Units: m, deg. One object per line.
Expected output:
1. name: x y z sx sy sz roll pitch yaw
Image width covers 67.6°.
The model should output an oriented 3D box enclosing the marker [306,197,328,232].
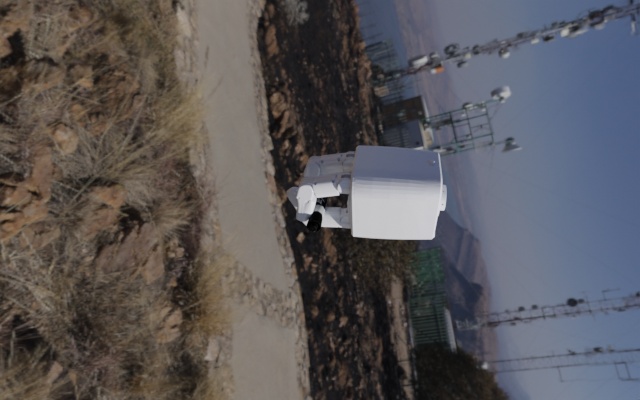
1. marker: 0.000 0.002 0.638 0.020 0.020 0.121 0 33 10
